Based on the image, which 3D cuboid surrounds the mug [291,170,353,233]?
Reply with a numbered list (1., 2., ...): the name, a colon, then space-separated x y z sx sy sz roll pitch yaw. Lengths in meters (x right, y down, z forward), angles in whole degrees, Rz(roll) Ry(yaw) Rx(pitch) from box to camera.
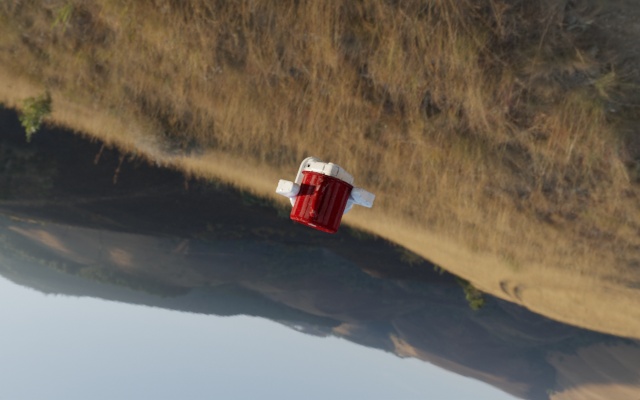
1. mug: 0.000 0.003 0.772 0.093 0.081 0.117 18 -6 3
